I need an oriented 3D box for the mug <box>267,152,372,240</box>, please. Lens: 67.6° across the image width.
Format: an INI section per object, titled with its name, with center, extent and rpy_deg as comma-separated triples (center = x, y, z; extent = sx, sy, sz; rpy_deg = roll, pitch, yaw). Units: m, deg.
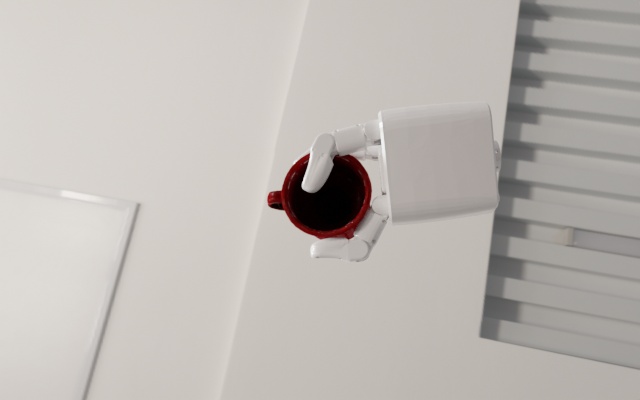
[mug]
center = -0.001, 0.002, 0.524
extent = 0.117, 0.093, 0.081
rpy_deg = -4, -14, 9
